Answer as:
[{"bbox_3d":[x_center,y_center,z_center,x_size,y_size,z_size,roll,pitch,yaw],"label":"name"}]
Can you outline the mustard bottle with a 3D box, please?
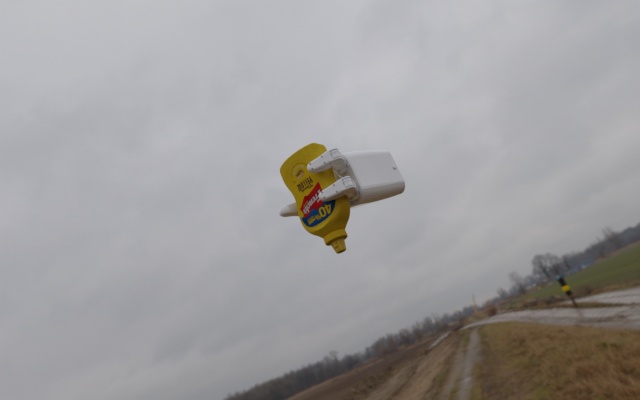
[{"bbox_3d":[0.000,0.002,0.828,0.096,0.191,0.058,-34,-21,28],"label":"mustard bottle"}]
